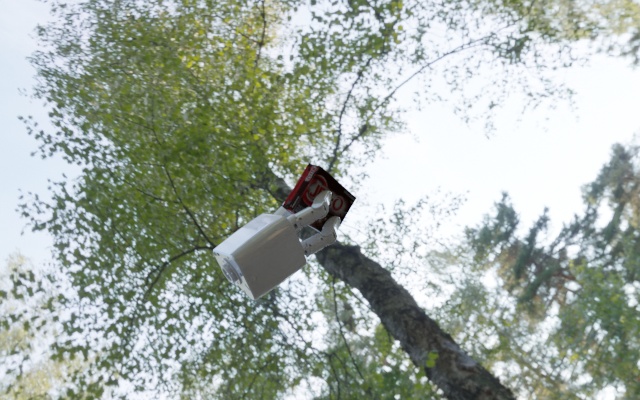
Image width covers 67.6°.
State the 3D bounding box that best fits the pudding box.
[{"bbox_3d":[0.000,0.003,0.824,0.039,0.090,0.113,23,-12,47],"label":"pudding box"}]
